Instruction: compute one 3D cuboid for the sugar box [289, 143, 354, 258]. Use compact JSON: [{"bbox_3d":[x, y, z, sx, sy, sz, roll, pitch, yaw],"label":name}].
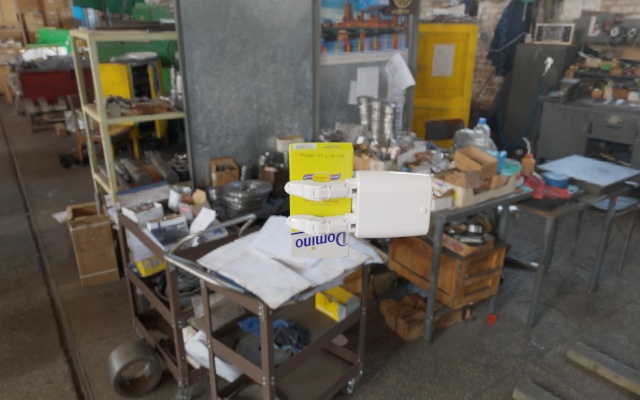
[{"bbox_3d":[0.000,0.002,0.718,0.093,0.176,0.048,0,22,0],"label":"sugar box"}]
